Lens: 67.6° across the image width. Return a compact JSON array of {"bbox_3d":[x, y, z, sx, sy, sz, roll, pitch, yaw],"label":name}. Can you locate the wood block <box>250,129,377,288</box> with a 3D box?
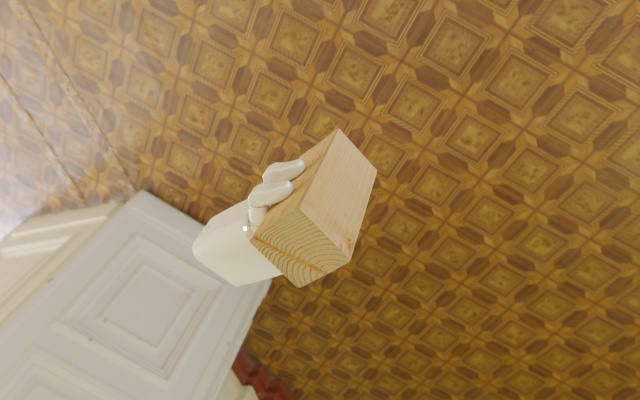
[{"bbox_3d":[0.000,0.003,0.634,0.090,0.091,0.206,-33,19,32],"label":"wood block"}]
